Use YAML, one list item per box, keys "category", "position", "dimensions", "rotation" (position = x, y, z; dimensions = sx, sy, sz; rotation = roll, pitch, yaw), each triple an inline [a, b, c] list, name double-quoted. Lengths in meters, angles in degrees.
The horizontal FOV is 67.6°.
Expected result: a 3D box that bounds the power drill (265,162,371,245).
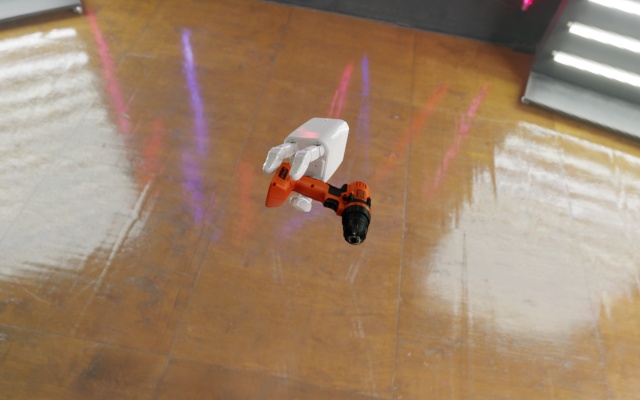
- category: "power drill"
  position: [0.000, 0.002, 0.856]
  dimensions: [0.187, 0.057, 0.184]
  rotation: [18, 27, -3]
